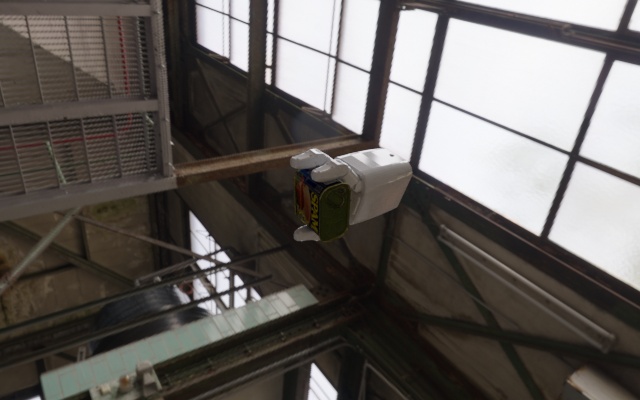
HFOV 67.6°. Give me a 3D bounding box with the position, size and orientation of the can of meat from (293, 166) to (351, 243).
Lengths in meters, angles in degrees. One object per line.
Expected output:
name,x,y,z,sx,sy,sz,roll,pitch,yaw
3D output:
can of meat,0.000,0.002,0.766,0.057,0.102,0.084,-19,37,-28
